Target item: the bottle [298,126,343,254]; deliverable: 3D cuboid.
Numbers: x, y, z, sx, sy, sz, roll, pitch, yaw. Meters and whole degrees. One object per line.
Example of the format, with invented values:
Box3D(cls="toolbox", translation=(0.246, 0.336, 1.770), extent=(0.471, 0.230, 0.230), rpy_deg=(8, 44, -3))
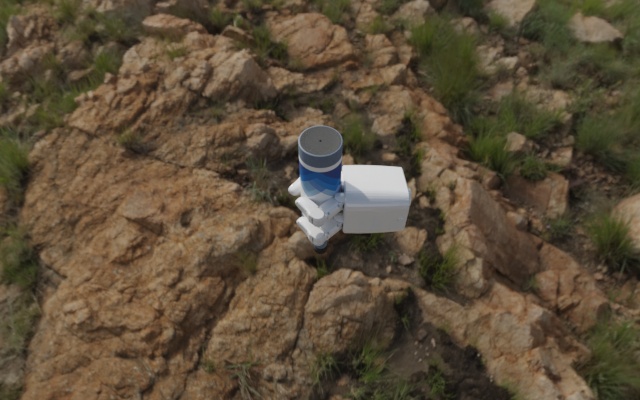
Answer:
Box3D(cls="bottle", translation=(0.000, 0.002, 0.821), extent=(0.069, 0.069, 0.296), rpy_deg=(0, -38, 0))
